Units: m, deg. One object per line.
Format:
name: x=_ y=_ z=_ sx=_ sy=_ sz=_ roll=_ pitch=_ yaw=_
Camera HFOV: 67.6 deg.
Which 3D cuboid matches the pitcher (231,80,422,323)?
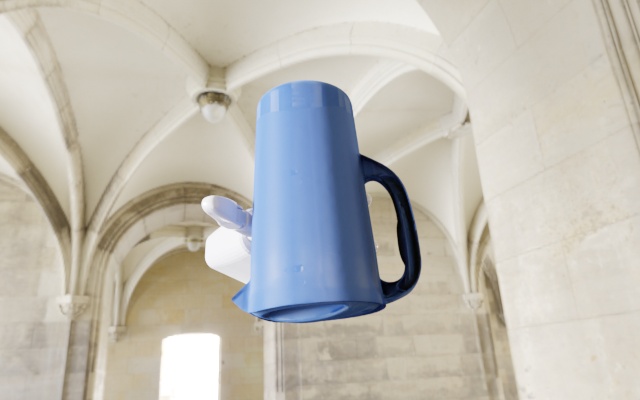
pitcher: x=0.000 y=0.002 z=0.500 sx=0.149 sy=0.242 sz=0.145 roll=12 pitch=-25 yaw=-36
